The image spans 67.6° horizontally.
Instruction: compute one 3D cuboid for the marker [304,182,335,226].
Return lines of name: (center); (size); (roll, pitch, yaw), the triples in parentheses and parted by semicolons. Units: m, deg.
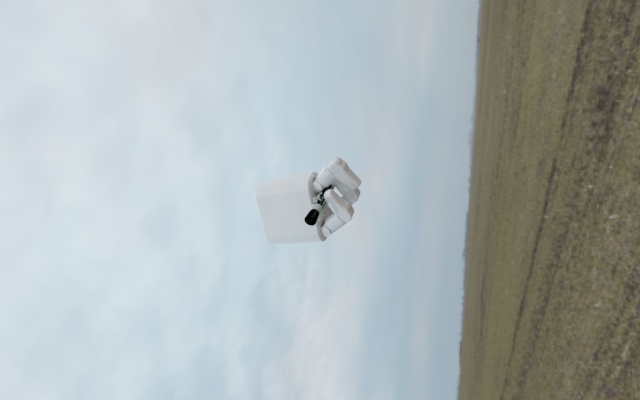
marker: (0.000, 0.002, 0.762); (0.020, 0.020, 0.121); (0, 31, 20)
